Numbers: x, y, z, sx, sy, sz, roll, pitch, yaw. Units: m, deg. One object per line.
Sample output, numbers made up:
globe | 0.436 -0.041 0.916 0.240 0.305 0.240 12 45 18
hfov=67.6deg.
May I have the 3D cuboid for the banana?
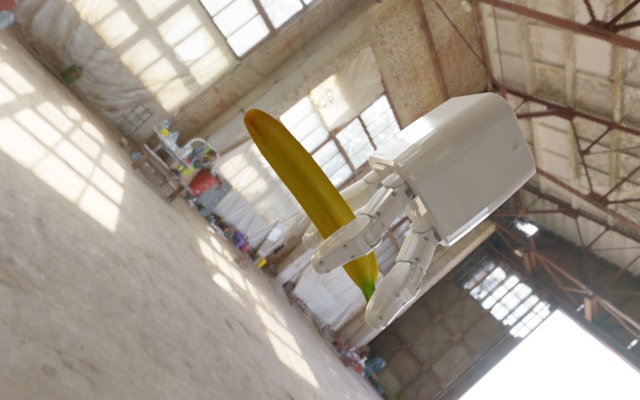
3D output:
banana | 0.001 0.002 0.421 0.037 0.198 0.069 -35 8 1
